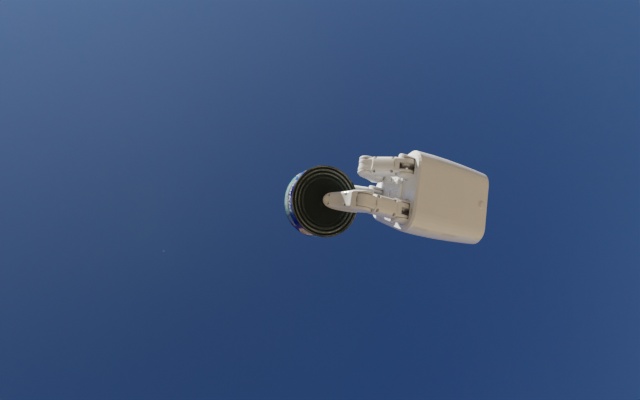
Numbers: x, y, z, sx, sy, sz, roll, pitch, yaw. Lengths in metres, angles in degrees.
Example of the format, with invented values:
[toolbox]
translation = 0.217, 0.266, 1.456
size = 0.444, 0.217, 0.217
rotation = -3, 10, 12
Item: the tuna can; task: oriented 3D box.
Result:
[tuna can]
translation = 0.000, 0.002, 0.579
size = 0.086, 0.086, 0.034
rotation = 0, -4, -24
